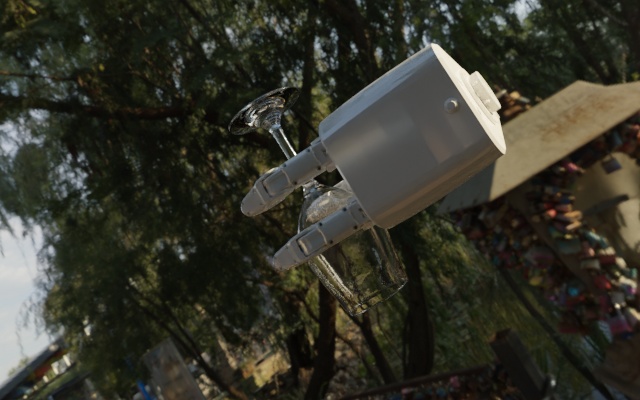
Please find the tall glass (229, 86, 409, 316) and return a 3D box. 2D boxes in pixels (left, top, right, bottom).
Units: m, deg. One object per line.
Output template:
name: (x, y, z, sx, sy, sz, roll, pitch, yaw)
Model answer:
tall glass: (0.000, 0.001, 0.430, 0.079, 0.201, 0.079, -31, -5, -3)
